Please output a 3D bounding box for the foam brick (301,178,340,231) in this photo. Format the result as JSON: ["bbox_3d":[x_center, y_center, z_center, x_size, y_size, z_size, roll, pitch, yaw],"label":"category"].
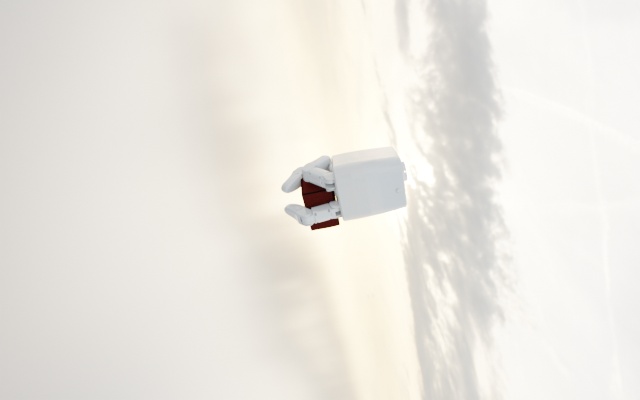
[{"bbox_3d":[0.000,0.003,0.797,0.051,0.078,0.053,-11,36,3],"label":"foam brick"}]
